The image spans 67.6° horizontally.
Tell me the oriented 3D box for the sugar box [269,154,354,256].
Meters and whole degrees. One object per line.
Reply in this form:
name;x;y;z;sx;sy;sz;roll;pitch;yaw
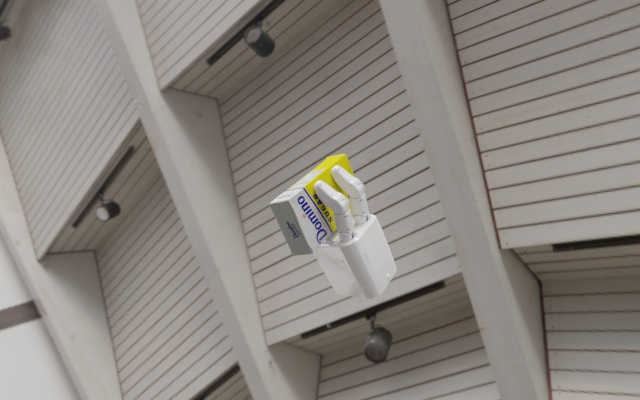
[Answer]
sugar box;0.001;0.002;0.757;0.048;0.093;0.176;-11;21;35
